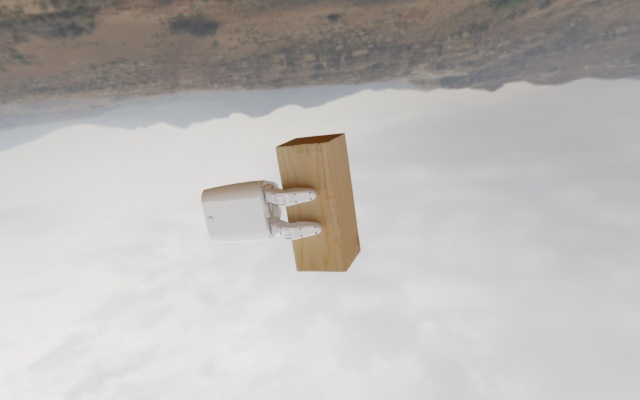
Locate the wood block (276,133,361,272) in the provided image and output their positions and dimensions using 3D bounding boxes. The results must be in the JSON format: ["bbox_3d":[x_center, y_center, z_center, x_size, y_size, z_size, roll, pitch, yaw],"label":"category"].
[{"bbox_3d":[0.000,0.003,0.776,0.090,0.206,0.090,-3,16,21],"label":"wood block"}]
